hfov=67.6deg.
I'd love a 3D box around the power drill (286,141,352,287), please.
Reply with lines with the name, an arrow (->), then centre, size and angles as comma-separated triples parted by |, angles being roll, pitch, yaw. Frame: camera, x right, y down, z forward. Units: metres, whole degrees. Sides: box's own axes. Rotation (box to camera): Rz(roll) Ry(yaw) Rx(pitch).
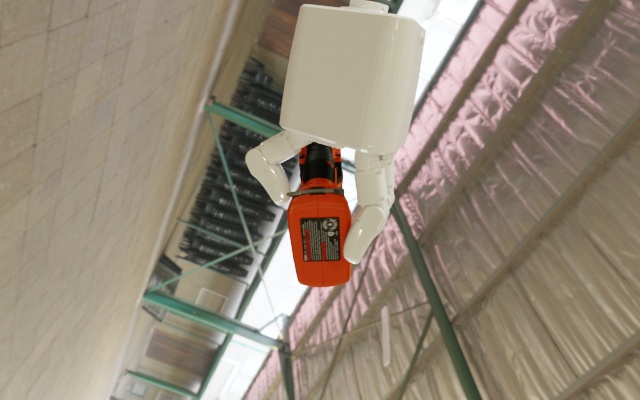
power drill -> 0.000, 0.002, 0.514 | 0.057, 0.185, 0.187 | -5, 35, 2
